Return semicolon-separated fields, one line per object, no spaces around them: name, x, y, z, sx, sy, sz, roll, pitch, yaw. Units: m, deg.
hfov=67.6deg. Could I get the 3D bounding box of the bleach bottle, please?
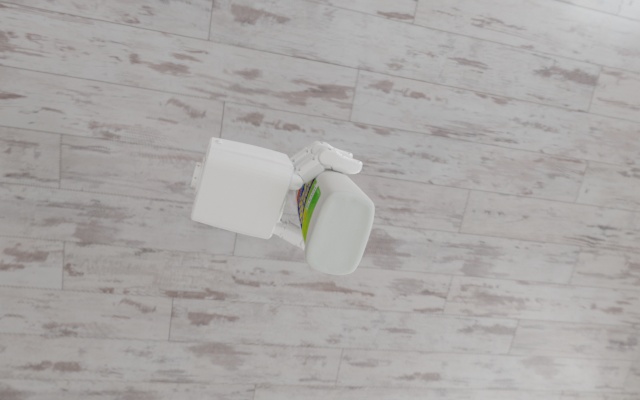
bleach bottle;0.000;0.002;0.645;0.068;0.102;0.250;15;13;-15
